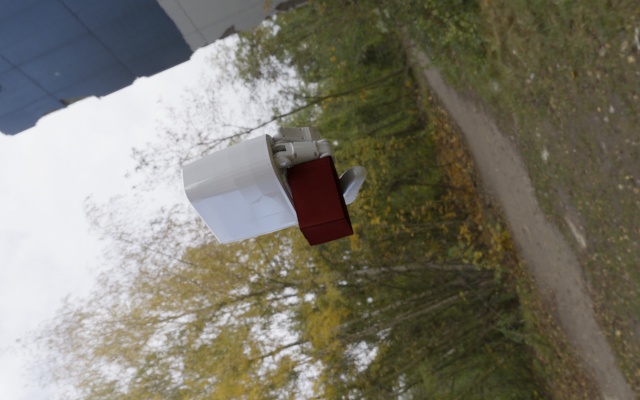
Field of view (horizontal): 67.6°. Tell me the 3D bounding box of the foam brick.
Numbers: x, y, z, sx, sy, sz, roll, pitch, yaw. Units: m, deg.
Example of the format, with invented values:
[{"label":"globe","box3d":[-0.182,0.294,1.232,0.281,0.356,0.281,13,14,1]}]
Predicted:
[{"label":"foam brick","box3d":[0.000,0.002,0.519,0.051,0.078,0.053,-16,-28,4]}]
